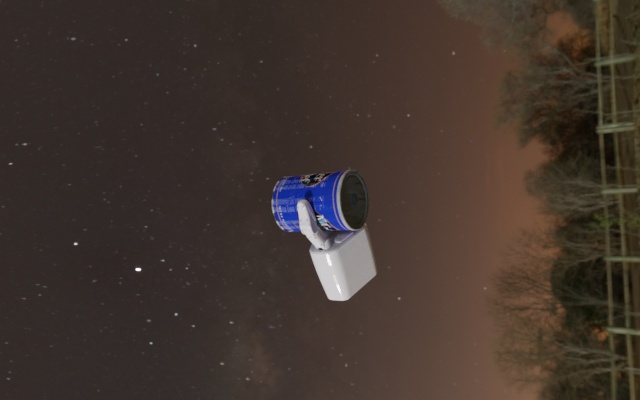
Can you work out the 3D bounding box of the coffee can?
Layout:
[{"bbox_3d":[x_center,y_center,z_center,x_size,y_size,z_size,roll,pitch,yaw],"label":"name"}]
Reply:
[{"bbox_3d":[0.000,0.003,0.838,0.140,0.103,0.103,-4,-2,33],"label":"coffee can"}]
